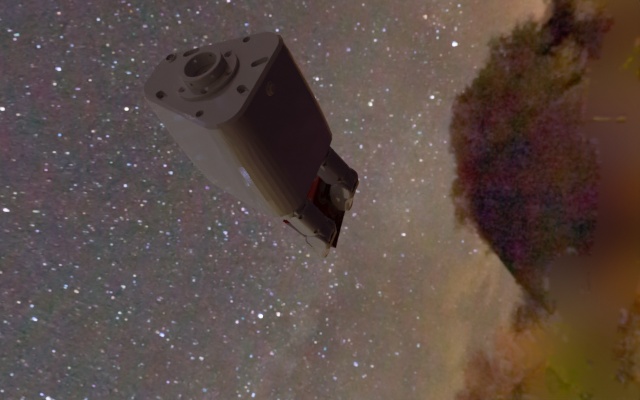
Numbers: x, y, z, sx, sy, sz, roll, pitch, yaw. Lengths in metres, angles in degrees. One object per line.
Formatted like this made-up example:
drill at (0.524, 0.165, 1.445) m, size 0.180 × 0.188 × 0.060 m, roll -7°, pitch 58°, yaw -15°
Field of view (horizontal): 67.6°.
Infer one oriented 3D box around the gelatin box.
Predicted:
gelatin box at (0.000, 0.002, 0.486) m, size 0.030 × 0.073 × 0.089 m, roll 9°, pitch -16°, yaw 23°
